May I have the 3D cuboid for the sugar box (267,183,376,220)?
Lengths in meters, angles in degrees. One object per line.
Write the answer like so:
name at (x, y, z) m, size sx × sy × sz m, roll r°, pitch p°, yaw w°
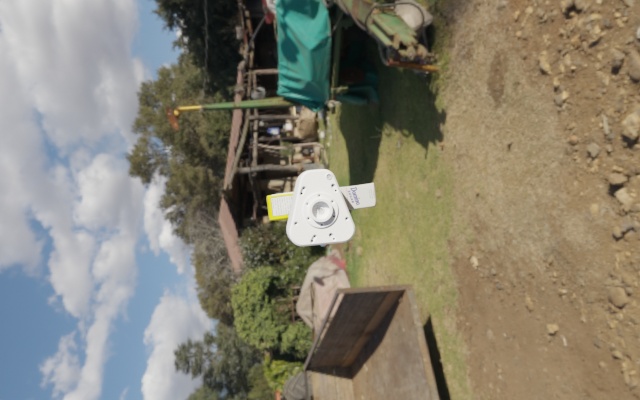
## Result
sugar box at (0.000, 0.003, 0.807) m, size 0.176 × 0.048 × 0.093 m, roll -5°, pitch 0°, yaw -4°
